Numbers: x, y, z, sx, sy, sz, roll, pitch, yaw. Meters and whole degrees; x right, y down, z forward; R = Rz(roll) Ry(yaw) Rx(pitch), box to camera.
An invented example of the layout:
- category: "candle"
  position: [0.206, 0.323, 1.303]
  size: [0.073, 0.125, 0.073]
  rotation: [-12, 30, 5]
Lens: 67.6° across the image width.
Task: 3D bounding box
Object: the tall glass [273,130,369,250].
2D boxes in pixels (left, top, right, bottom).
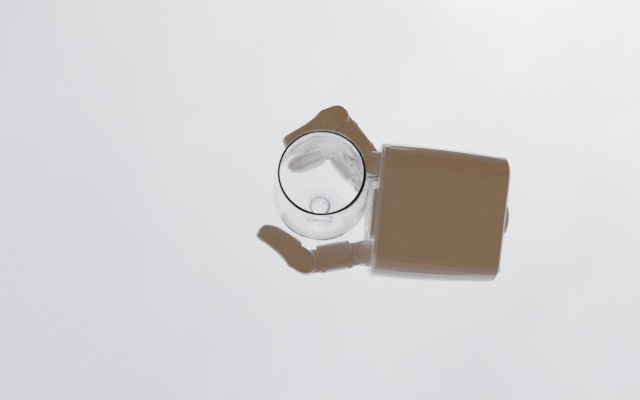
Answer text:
- category: "tall glass"
  position: [0.000, 0.002, 0.425]
  size: [0.079, 0.079, 0.201]
  rotation: [0, -12, 0]
